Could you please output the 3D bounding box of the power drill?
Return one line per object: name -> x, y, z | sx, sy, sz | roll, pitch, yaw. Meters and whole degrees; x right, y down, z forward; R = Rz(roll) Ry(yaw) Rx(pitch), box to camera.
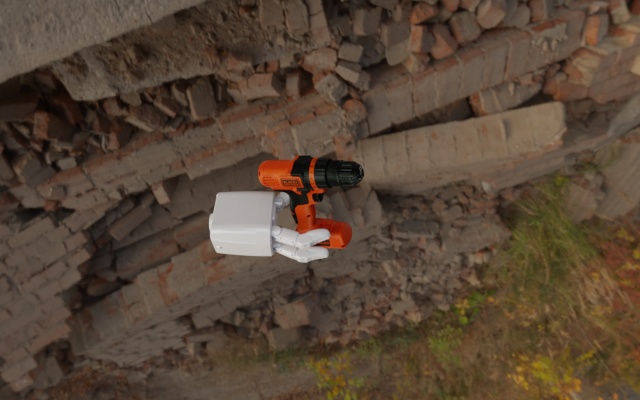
power drill -> 0.000, 0.003, 0.833 | 0.184, 0.188, 0.057 | 3, 44, 24
